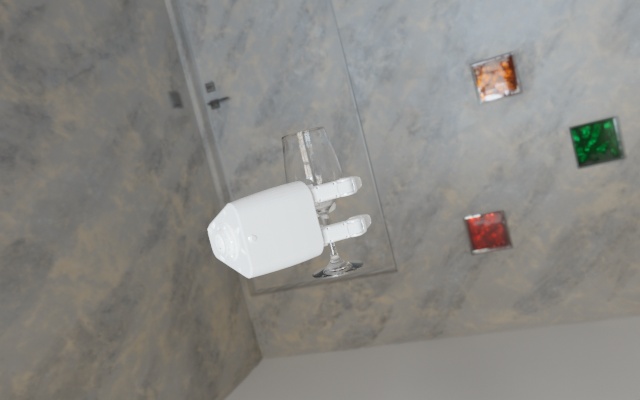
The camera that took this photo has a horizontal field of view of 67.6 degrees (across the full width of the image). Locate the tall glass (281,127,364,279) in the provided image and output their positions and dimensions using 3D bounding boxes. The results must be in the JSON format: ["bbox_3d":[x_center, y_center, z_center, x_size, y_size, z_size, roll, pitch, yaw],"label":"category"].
[{"bbox_3d":[0.000,0.003,0.667,0.079,0.201,0.079,-14,4,1],"label":"tall glass"}]
